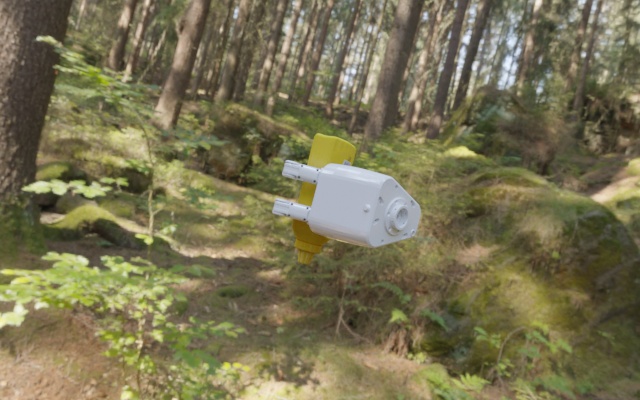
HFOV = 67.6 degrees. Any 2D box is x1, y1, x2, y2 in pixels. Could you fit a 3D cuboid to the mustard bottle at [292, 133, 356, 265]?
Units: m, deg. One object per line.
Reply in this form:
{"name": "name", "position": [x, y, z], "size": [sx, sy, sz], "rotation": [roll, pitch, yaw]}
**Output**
{"name": "mustard bottle", "position": [0.000, 0.002, 0.719], "size": [0.058, 0.191, 0.096], "rotation": [15, -1, 21]}
